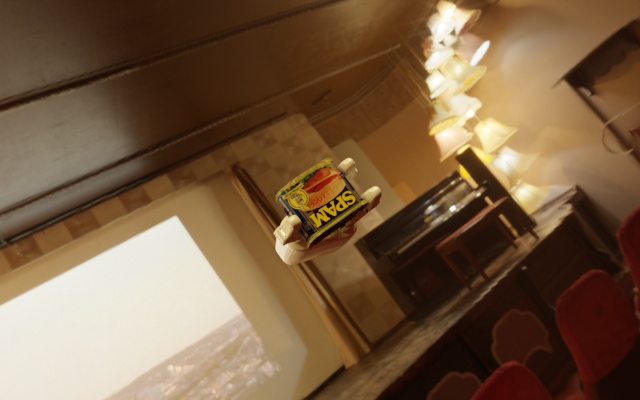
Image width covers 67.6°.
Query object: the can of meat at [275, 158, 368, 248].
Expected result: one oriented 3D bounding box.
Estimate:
[{"bbox_3d":[0.000,0.002,0.664,0.102,0.084,0.057,-34,-11,-17],"label":"can of meat"}]
